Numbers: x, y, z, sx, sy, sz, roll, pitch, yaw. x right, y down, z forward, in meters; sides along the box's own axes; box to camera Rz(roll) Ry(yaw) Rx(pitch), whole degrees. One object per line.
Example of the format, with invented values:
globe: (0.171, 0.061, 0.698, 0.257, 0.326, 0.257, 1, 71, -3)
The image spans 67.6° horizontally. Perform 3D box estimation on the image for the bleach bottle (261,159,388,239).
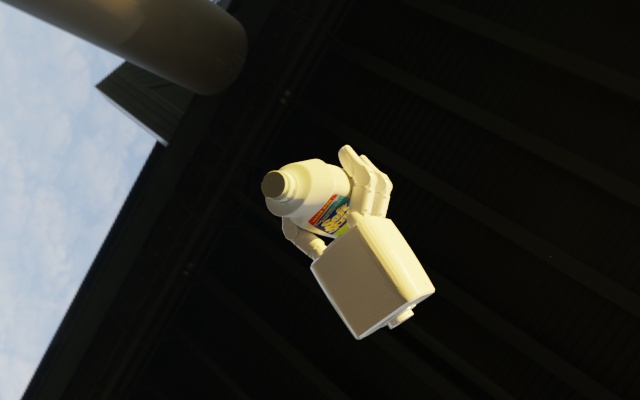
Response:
bleach bottle: (0.000, 0.002, 0.591, 0.102, 0.068, 0.251, -38, -20, 17)
